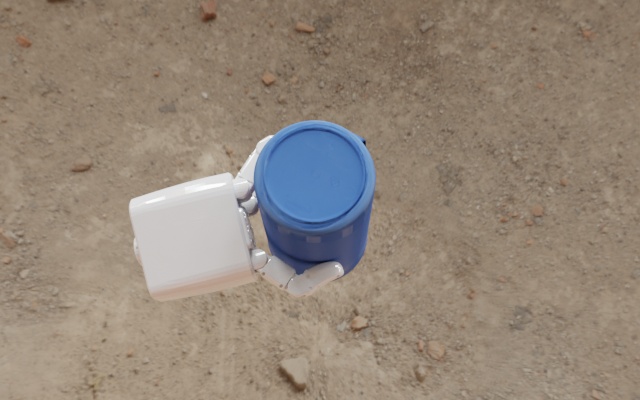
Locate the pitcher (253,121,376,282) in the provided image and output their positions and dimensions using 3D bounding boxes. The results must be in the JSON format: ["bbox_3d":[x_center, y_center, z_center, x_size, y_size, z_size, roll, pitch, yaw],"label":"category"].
[{"bbox_3d":[0.000,0.002,0.527,0.145,0.149,0.243,-13,-16,-4],"label":"pitcher"}]
